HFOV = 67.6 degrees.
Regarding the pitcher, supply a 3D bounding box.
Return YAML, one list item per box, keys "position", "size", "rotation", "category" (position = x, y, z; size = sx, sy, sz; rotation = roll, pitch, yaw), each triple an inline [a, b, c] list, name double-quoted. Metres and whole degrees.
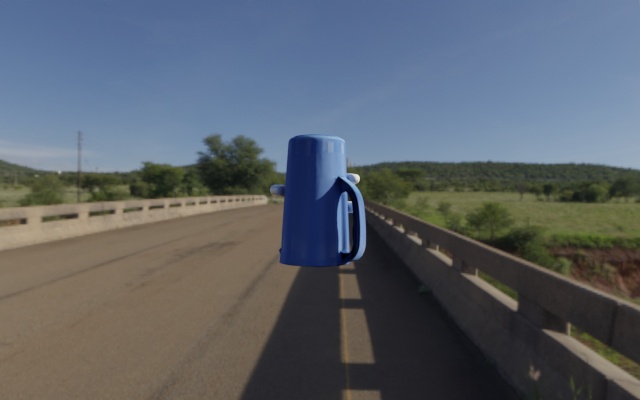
- position: [0.000, 0.003, 0.894]
  size: [0.149, 0.243, 0.145]
  rotation: [1, 0, -7]
  category: "pitcher"
